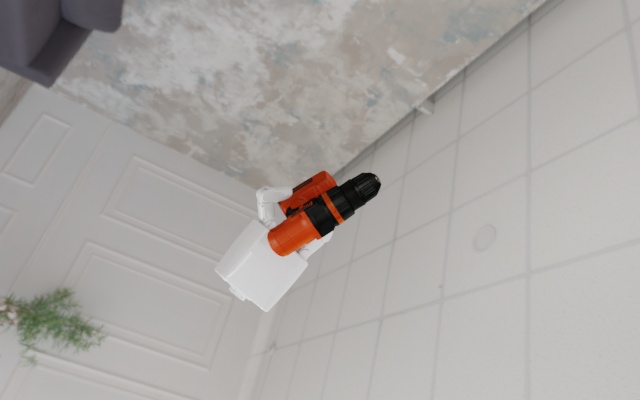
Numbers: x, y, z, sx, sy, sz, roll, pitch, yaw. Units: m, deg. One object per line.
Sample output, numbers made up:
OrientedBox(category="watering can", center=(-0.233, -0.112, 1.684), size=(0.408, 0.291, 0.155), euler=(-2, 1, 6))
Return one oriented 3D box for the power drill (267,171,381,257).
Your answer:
OrientedBox(category="power drill", center=(0.000, 0.003, 0.754), size=(0.184, 0.057, 0.187), euler=(-31, 12, 3))
